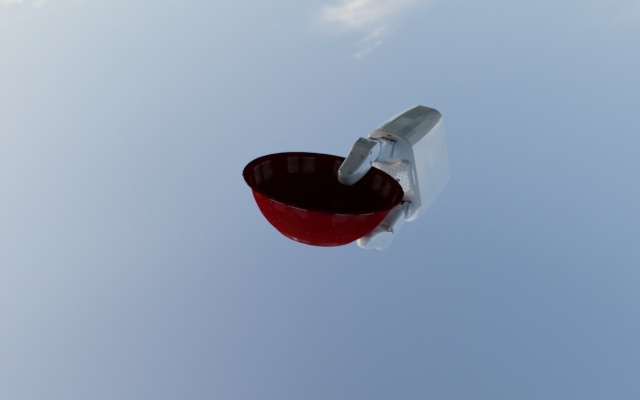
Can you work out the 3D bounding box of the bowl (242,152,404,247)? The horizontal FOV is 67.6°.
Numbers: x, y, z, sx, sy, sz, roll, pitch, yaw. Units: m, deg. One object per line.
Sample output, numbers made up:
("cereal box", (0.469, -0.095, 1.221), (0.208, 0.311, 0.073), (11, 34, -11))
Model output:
("bowl", (-0.001, 0.002, 0.487), (0.162, 0.055, 0.162), (7, 23, -3))
